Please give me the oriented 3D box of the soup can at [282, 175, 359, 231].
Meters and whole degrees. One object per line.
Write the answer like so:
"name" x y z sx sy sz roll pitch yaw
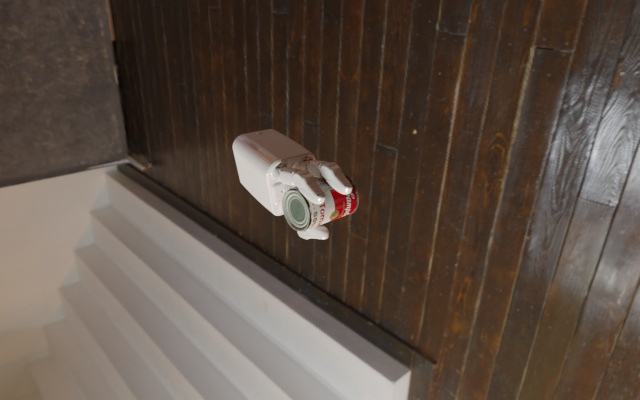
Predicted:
"soup can" 0.000 0.003 0.740 0.102 0.068 0.068 -18 12 -39
